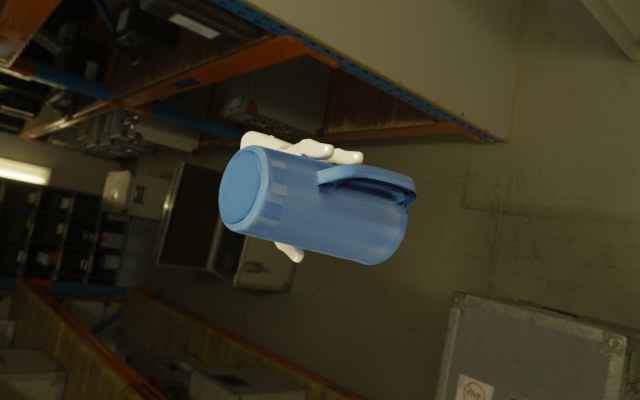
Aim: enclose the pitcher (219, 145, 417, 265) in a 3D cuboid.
[{"bbox_3d":[0.000,0.002,0.635,0.243,0.149,0.145,15,11,-39],"label":"pitcher"}]
